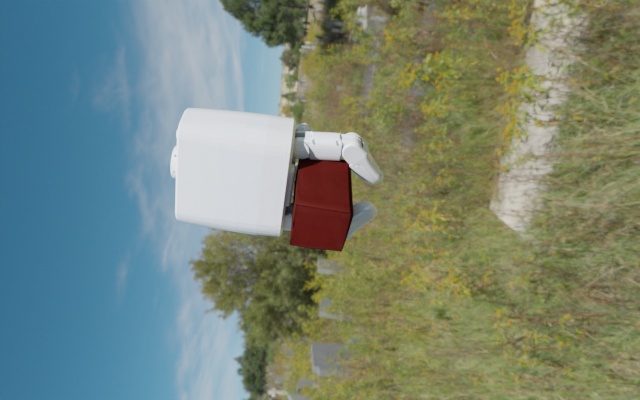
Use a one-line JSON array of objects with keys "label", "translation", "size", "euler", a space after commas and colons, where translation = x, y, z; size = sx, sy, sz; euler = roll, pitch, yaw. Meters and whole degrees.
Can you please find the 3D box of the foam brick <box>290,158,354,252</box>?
[{"label": "foam brick", "translation": [0.000, 0.002, 0.452], "size": [0.051, 0.053, 0.078], "euler": [8, 41, -6]}]
